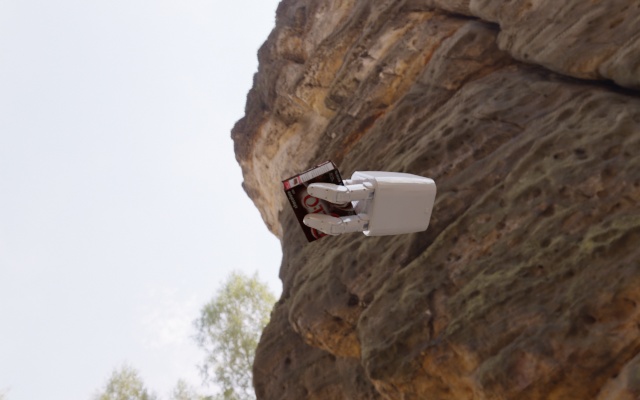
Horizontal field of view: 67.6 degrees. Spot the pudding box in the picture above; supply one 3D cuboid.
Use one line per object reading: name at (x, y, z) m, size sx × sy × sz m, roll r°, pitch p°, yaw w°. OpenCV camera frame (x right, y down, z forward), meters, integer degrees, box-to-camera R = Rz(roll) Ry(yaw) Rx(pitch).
pudding box at (0.000, 0.002, 0.761) m, size 0.090 × 0.113 × 0.039 m, roll -24°, pitch 31°, yaw -1°
